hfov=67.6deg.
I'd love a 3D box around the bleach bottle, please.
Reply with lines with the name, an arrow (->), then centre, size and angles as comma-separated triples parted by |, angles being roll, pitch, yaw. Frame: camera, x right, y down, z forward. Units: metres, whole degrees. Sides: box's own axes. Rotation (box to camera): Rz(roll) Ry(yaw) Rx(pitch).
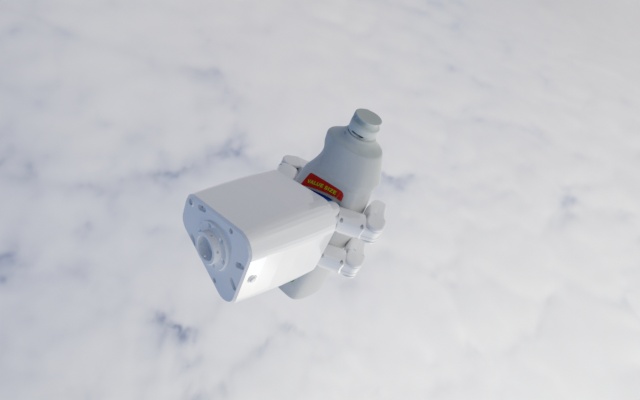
bleach bottle -> 0.000, 0.002, 0.549 | 0.068, 0.251, 0.102 | -19, 55, -42
